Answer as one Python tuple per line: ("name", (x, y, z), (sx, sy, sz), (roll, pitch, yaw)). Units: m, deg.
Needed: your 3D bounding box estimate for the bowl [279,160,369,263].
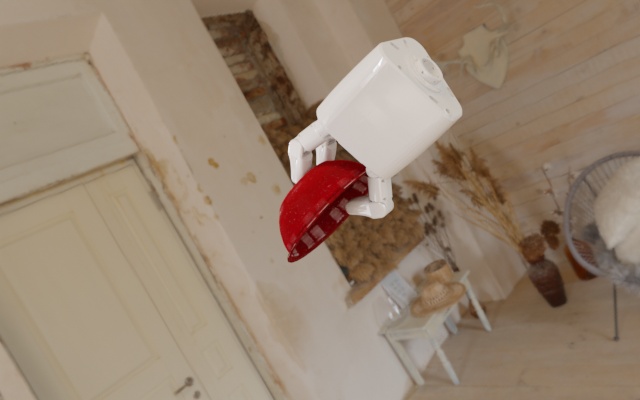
("bowl", (-0.001, 0.003, 0.599), (0.055, 0.162, 0.162), (43, 11, 13))
